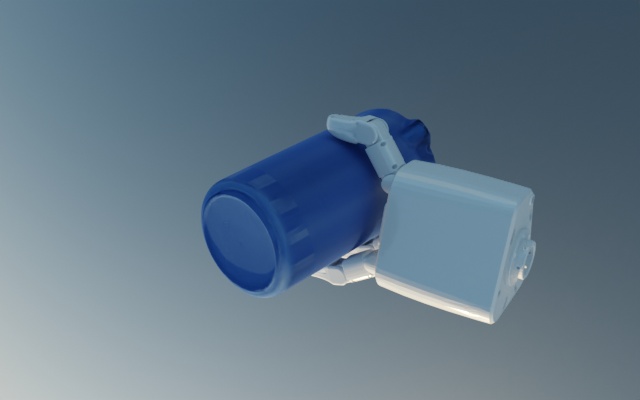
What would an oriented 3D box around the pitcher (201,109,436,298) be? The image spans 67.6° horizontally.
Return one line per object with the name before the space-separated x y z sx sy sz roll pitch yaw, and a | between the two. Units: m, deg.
pitcher | 0.000 0.002 0.486 0.145 0.149 0.242 17 30 34
